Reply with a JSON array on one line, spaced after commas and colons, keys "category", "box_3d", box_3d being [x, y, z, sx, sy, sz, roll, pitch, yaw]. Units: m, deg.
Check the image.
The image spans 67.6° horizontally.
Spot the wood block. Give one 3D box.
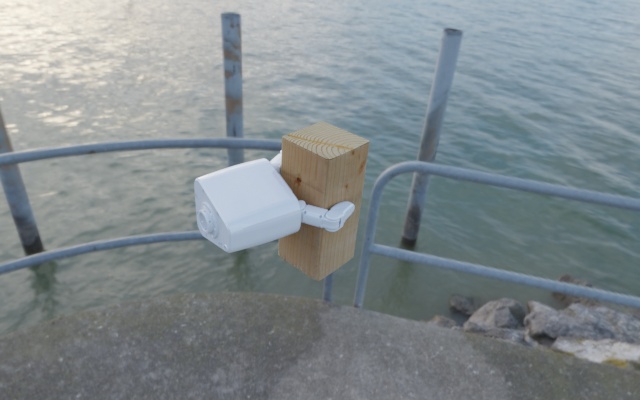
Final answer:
[{"category": "wood block", "box_3d": [0.000, 0.002, 0.709, 0.090, 0.206, 0.090, 29, 39, 32]}]
